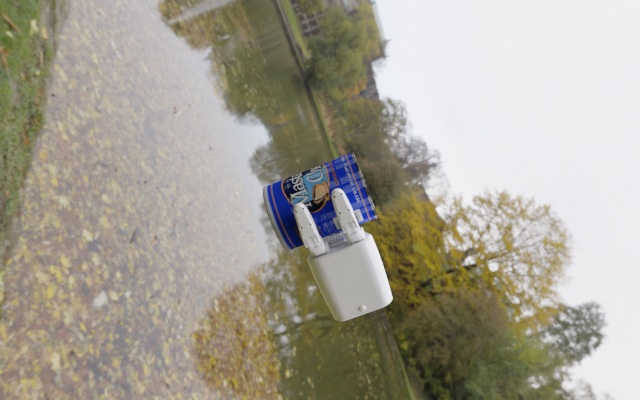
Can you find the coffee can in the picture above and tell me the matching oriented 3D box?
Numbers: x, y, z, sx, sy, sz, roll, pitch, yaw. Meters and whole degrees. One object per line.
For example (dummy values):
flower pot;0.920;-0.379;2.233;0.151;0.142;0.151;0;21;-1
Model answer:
coffee can;0.000;0.002;0.697;0.140;0.103;0.103;-21;-2;5
